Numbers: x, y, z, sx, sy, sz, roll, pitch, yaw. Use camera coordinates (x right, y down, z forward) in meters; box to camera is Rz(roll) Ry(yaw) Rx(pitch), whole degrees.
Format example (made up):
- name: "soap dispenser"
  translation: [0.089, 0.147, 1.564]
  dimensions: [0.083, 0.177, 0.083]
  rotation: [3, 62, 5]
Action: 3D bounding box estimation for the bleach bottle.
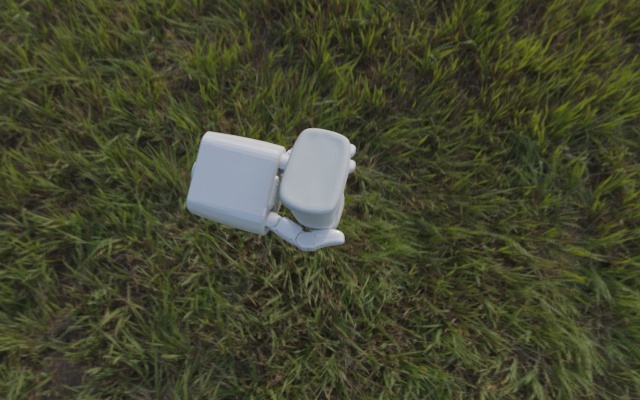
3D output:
- name: "bleach bottle"
  translation: [0.000, 0.002, 0.631]
  dimensions: [0.068, 0.102, 0.251]
  rotation: [15, -16, 7]
